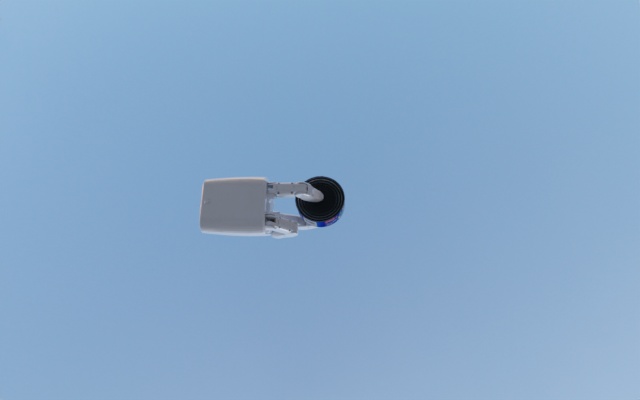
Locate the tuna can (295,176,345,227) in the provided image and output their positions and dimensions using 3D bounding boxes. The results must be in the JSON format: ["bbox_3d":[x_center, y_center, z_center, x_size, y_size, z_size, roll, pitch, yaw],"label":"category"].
[{"bbox_3d":[0.000,0.003,0.833,0.086,0.086,0.034,0,-23,5],"label":"tuna can"}]
